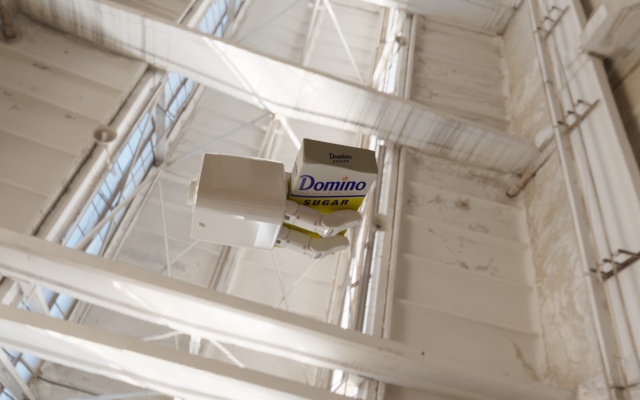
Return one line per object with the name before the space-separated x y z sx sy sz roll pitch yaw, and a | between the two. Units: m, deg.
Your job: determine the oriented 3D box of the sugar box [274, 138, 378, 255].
sugar box | 0.000 0.003 0.617 0.093 0.048 0.176 8 -38 -13
